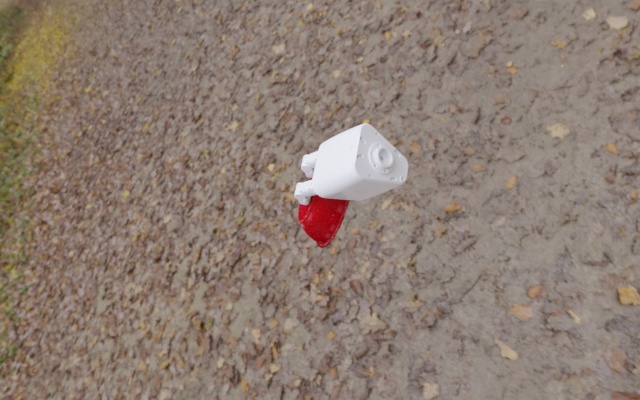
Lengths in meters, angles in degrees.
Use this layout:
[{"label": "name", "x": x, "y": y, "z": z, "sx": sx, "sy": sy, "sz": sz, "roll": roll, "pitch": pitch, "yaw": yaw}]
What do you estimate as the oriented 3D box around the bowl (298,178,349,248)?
[{"label": "bowl", "x": -0.001, "y": 0.003, "z": 0.880, "sx": 0.055, "sy": 0.162, "sz": 0.162, "roll": 17, "pitch": -5, "yaw": -15}]
